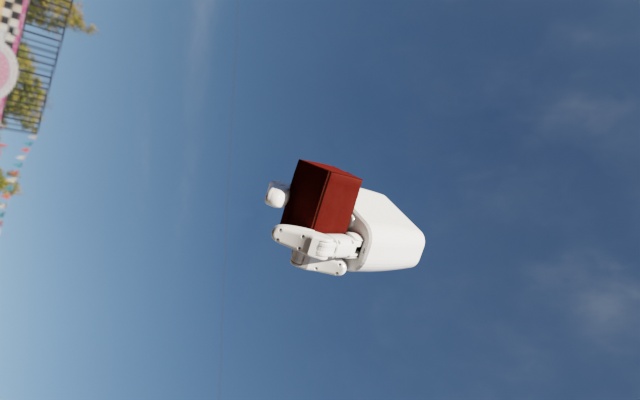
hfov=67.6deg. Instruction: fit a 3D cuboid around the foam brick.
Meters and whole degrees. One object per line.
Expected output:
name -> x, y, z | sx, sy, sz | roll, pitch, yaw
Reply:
foam brick -> 0.000, 0.001, 0.506 | 0.051, 0.078, 0.053 | 7, 15, -43
